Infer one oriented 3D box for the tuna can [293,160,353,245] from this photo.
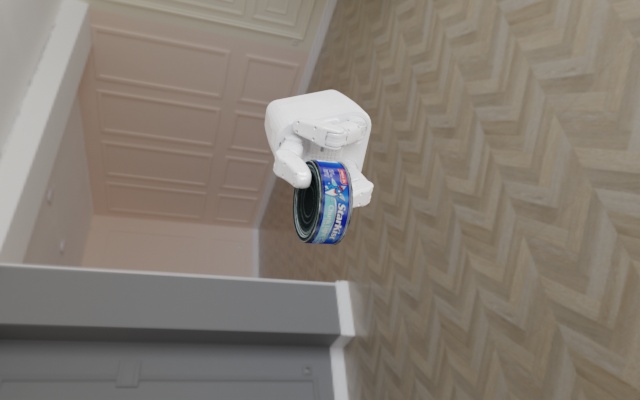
[{"bbox_3d":[0.000,0.002,0.483,0.034,0.086,0.086,4,-1,-21],"label":"tuna can"}]
